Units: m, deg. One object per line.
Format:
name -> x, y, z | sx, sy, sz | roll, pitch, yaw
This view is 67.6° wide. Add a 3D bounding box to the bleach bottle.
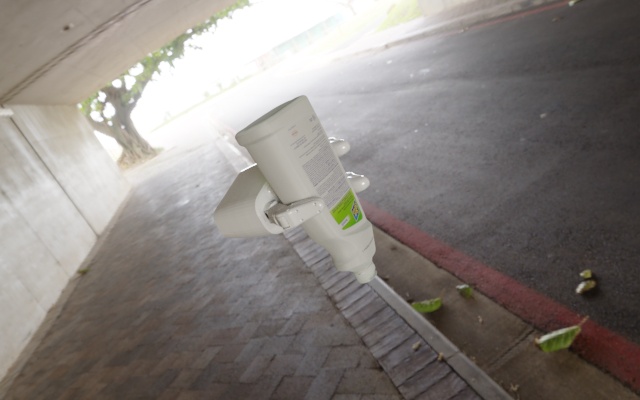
bleach bottle -> 0.000, 0.002, 0.597 | 0.068, 0.251, 0.102 | -12, 24, 44
